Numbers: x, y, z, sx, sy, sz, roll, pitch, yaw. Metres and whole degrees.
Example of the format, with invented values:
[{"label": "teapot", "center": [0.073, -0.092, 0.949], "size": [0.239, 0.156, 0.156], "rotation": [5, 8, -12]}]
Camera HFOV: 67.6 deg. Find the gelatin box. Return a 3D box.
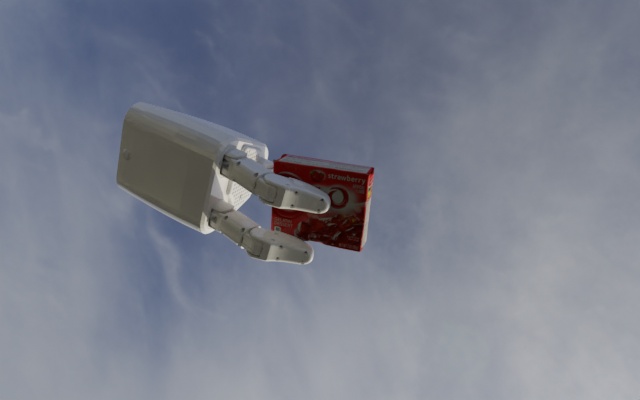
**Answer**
[{"label": "gelatin box", "center": [0.001, 0.001, 0.432], "size": [0.089, 0.073, 0.030], "rotation": [10, 20, 14]}]
